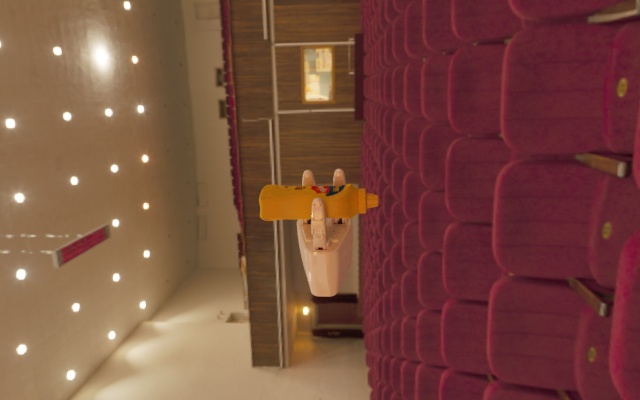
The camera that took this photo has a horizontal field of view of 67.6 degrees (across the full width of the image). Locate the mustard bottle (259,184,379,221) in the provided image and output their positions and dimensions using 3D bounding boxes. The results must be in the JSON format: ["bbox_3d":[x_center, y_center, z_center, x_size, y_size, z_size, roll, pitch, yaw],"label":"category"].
[{"bbox_3d":[0.000,0.002,0.795,0.191,0.058,0.096,-1,11,6],"label":"mustard bottle"}]
